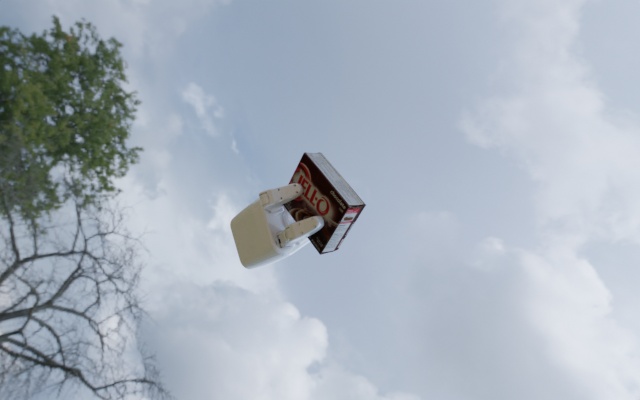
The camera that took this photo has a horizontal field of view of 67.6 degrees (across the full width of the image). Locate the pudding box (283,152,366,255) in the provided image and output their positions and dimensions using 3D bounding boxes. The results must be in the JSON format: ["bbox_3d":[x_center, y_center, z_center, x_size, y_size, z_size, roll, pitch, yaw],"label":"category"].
[{"bbox_3d":[0.000,0.002,0.654,0.039,0.090,0.113,-9,48,-43],"label":"pudding box"}]
